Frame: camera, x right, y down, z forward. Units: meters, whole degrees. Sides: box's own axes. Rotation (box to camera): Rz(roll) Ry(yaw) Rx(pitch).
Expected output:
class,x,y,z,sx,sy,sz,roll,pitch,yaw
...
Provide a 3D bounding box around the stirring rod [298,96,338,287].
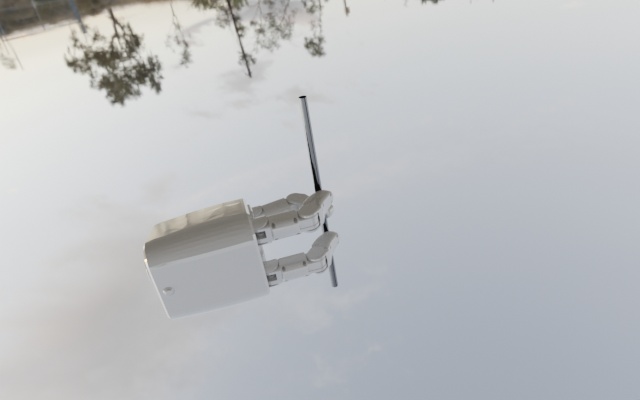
class,x,y,z,sx,sy,sz,roll,pitch,yaw
stirring rod,0.000,0.002,0.524,0.011,0.240,0.011,-7,31,4
